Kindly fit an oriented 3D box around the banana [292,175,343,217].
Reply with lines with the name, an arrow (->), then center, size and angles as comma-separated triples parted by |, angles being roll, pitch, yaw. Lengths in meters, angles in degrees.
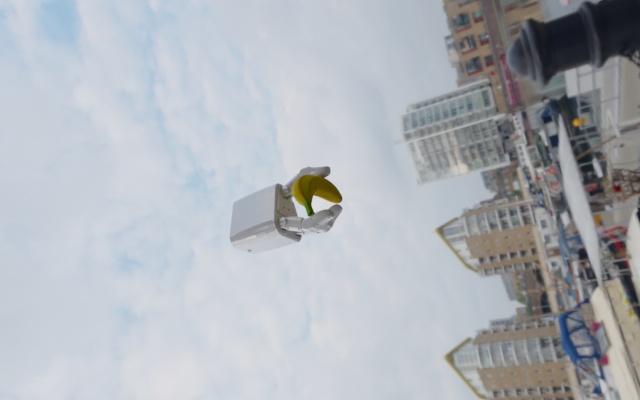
banana -> -0.008, -0.014, 0.838 | 0.037, 0.069, 0.198 | -24, 0, 20
